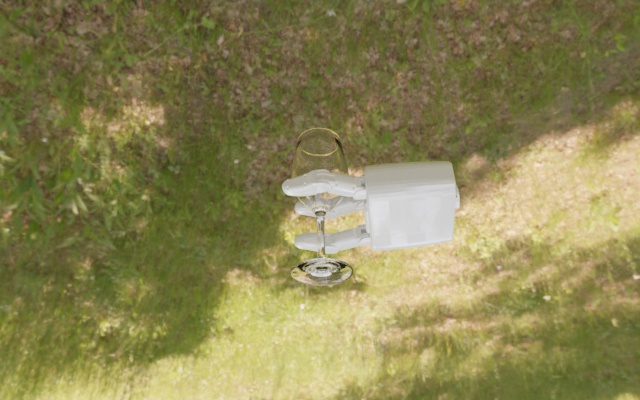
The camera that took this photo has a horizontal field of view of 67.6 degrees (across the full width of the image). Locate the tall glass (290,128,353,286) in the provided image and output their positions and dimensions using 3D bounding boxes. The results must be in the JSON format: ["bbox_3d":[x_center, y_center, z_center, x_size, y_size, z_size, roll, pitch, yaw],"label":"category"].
[{"bbox_3d":[0.000,0.003,0.615,0.079,0.201,0.079,-1,-33,-1],"label":"tall glass"}]
